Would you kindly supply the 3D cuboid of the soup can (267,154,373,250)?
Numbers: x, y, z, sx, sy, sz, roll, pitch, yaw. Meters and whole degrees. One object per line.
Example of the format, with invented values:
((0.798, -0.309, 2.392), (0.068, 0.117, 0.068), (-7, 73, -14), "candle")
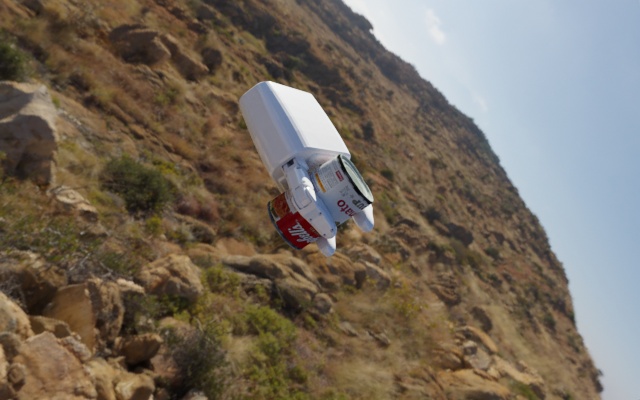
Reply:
((0.001, 0.002, 0.543), (0.102, 0.068, 0.068), (-34, -10, 15), "soup can")
